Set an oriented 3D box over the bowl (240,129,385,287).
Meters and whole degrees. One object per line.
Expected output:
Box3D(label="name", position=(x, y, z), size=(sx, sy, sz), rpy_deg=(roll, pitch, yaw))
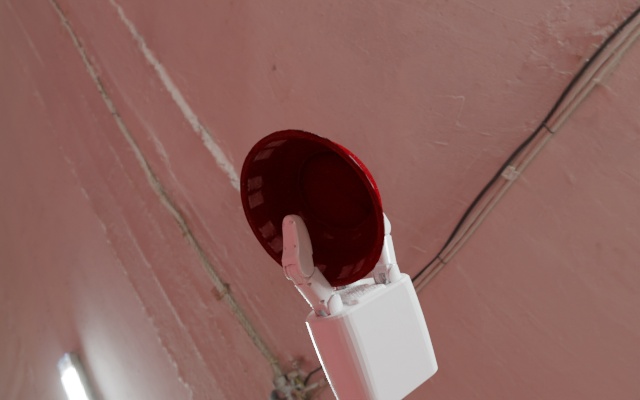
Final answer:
Box3D(label="bowl", position=(0.000, 0.000, 0.466), size=(0.162, 0.162, 0.055), rpy_deg=(0, 24, 35))
